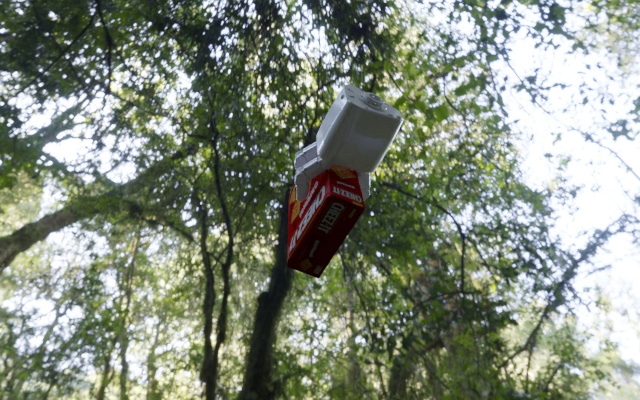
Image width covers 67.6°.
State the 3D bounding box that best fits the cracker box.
[{"bbox_3d":[0.000,0.003,0.852,0.072,0.164,0.213,21,31,-16],"label":"cracker box"}]
